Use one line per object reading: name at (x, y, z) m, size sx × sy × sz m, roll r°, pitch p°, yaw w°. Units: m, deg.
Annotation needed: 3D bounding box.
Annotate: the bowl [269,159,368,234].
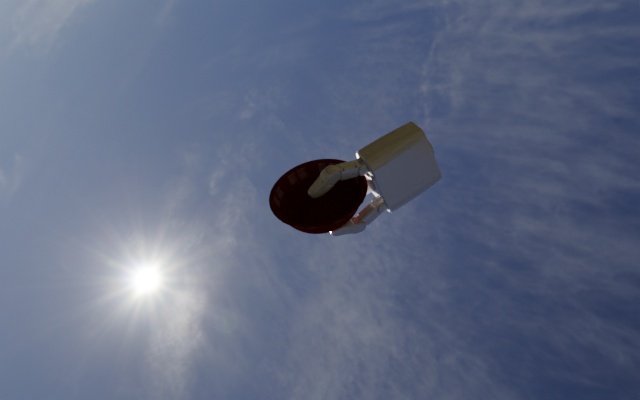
bowl at (-0.001, 0.003, 0.784) m, size 0.162 × 0.055 × 0.162 m, roll -8°, pitch 43°, yaw 7°
